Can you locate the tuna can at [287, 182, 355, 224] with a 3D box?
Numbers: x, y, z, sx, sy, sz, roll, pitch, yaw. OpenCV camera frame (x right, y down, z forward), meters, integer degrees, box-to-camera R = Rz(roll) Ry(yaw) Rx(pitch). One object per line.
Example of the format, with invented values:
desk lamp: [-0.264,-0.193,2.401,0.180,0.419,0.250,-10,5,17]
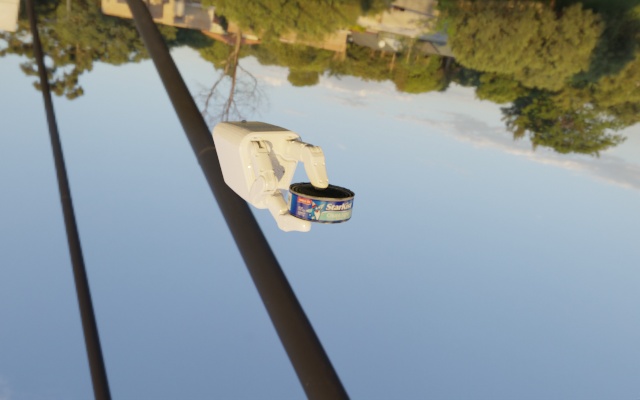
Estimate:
tuna can: [0.000,0.003,0.618,0.086,0.034,0.086,6,14,-2]
